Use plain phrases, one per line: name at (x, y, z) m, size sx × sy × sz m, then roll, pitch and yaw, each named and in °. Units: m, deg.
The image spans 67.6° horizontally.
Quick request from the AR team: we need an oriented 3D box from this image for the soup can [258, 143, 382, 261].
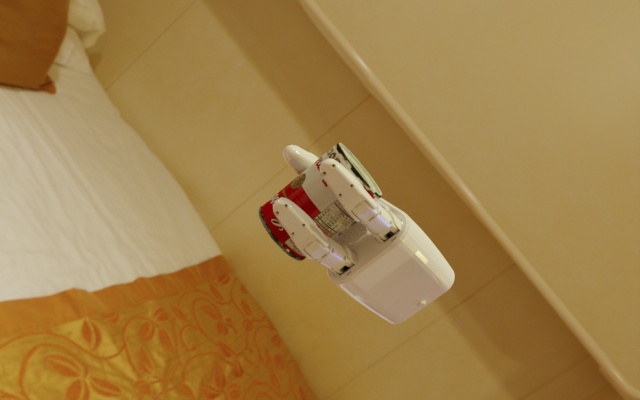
soup can at (0.000, 0.001, 0.463) m, size 0.102 × 0.068 × 0.068 m, roll -39°, pitch -10°, yaw 12°
